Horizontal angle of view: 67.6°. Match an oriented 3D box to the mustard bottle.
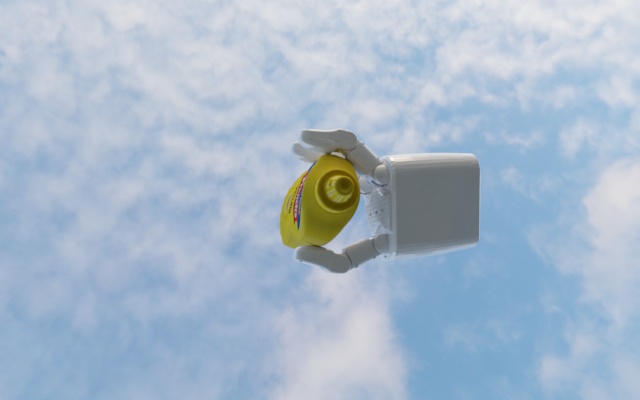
[{"bbox_3d":[0.000,0.002,0.514,0.058,0.096,0.191,19,-12,-10],"label":"mustard bottle"}]
